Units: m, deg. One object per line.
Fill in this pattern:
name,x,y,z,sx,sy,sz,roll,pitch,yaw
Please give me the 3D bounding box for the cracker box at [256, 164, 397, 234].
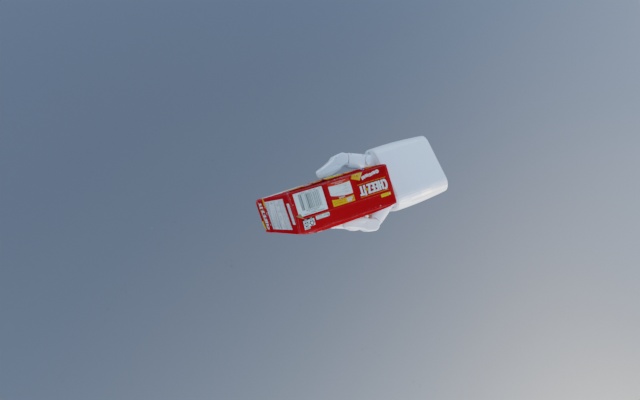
cracker box,0.000,0.002,0.786,0.164,0.072,0.214,-18,3,-19
